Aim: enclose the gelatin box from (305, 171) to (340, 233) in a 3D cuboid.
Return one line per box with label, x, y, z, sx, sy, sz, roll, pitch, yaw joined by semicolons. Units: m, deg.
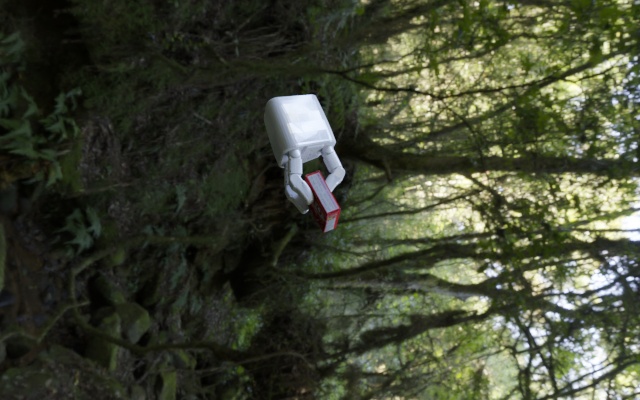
gelatin box;0.001;0.003;0.859;0.030;0.089;0.073;-21;-25;-17
